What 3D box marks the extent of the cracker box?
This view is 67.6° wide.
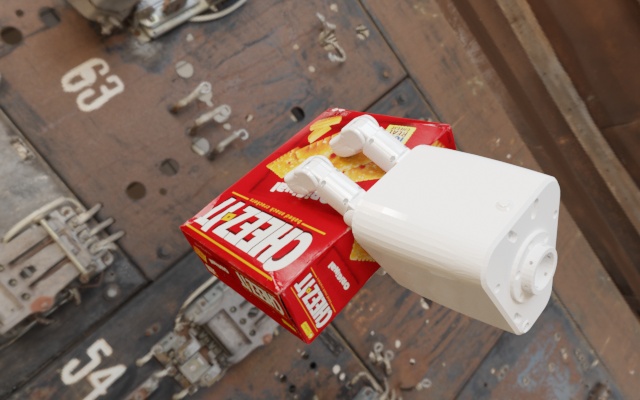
[{"bbox_3d":[0.000,0.001,0.445,0.213,0.072,0.164,-42,38,-24],"label":"cracker box"}]
